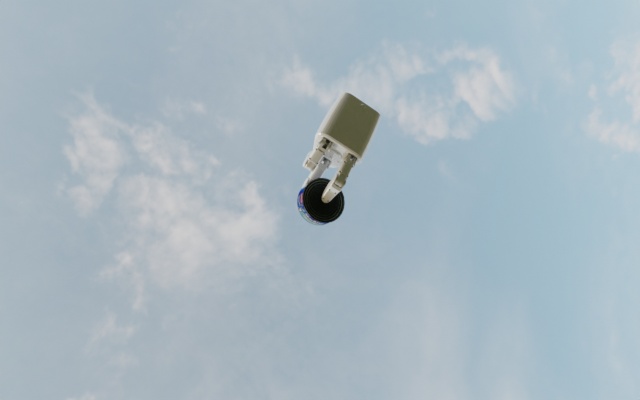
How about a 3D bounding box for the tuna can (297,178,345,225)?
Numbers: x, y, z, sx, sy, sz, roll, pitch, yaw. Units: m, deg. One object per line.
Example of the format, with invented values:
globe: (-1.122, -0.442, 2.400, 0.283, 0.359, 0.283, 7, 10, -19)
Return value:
tuna can: (0.000, 0.003, 0.896, 0.086, 0.086, 0.034, 0, -13, -25)
